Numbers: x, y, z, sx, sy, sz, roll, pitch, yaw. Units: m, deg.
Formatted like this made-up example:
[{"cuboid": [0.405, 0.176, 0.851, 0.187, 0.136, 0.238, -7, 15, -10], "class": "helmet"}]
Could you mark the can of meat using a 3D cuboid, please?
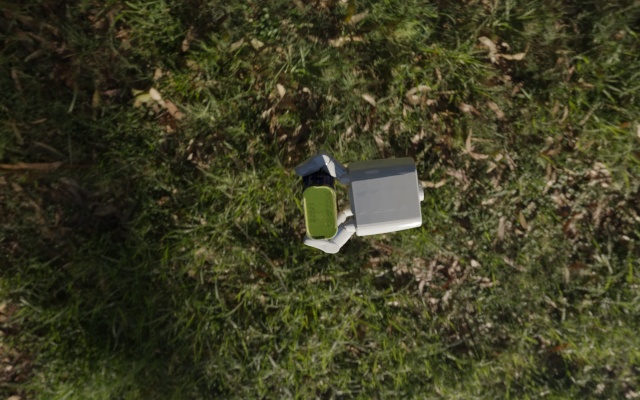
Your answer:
[{"cuboid": [0.000, 0.003, 0.777, 0.057, 0.102, 0.084, -5, 26, 2], "class": "can of meat"}]
